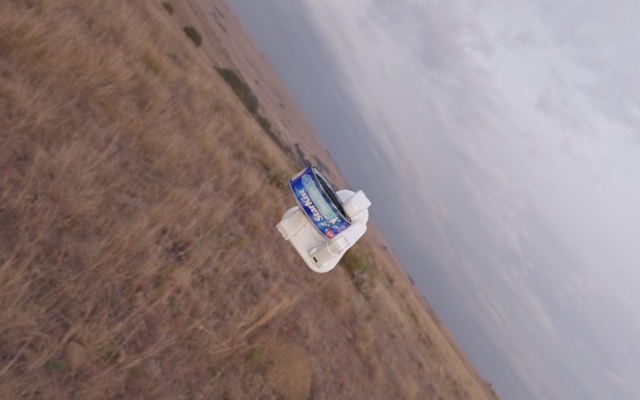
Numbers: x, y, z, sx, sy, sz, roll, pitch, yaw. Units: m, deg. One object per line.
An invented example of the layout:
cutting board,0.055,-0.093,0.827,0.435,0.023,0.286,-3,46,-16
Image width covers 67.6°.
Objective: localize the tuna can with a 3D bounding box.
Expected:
tuna can,0.001,0.002,0.556,0.034,0.086,0.086,-34,-6,9
